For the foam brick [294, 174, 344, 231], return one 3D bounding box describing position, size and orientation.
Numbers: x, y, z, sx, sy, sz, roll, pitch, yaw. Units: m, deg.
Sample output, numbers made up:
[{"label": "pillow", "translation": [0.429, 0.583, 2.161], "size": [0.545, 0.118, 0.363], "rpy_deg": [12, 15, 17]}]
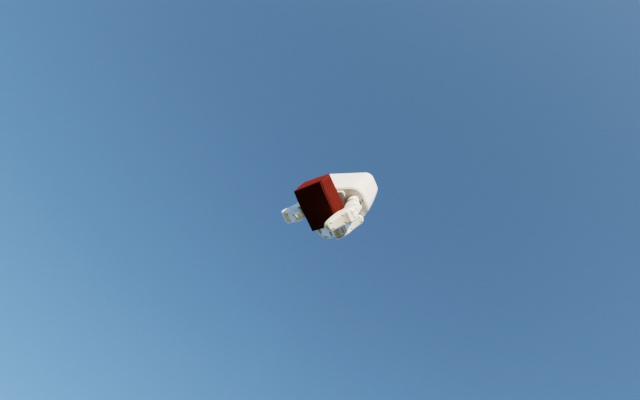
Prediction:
[{"label": "foam brick", "translation": [0.000, 0.002, 0.799], "size": [0.053, 0.078, 0.051], "rpy_deg": [-19, 13, 24]}]
